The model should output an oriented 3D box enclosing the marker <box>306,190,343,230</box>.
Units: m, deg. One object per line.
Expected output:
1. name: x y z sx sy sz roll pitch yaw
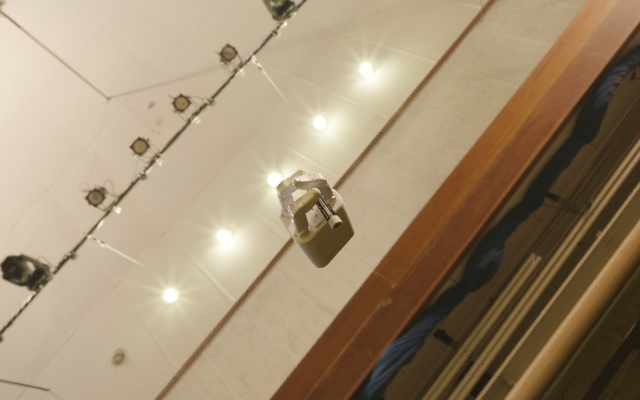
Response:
1. marker: 0.000 0.003 0.781 0.020 0.020 0.121 0 38 -35
